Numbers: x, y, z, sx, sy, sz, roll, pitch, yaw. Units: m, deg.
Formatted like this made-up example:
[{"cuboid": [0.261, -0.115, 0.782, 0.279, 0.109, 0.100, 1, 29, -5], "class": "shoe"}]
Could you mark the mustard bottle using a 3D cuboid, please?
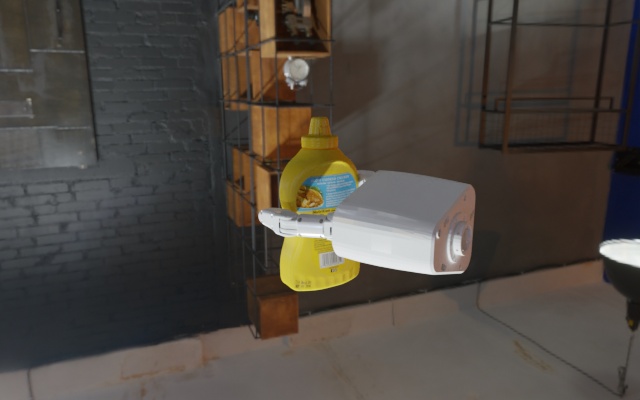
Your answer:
[{"cuboid": [0.000, 0.002, 0.546, 0.096, 0.192, 0.058, -8, 15, -29], "class": "mustard bottle"}]
